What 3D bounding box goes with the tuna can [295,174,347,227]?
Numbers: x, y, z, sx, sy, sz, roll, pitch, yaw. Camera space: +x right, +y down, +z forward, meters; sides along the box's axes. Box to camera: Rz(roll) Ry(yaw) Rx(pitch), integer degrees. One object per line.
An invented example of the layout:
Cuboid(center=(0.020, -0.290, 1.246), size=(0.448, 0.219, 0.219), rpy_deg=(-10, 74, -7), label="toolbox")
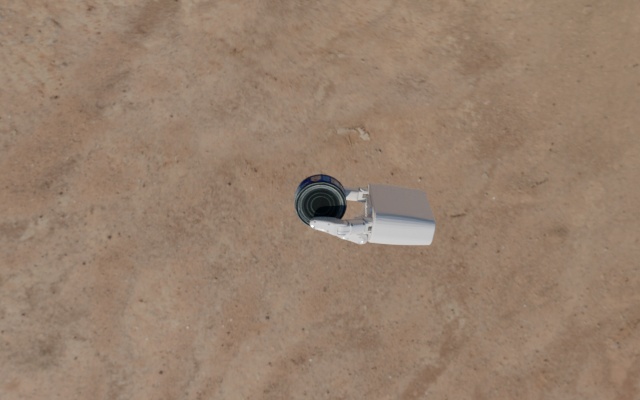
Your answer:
Cuboid(center=(0.000, 0.003, 0.779), size=(0.086, 0.086, 0.033), rpy_deg=(0, 24, -1), label="tuna can")
